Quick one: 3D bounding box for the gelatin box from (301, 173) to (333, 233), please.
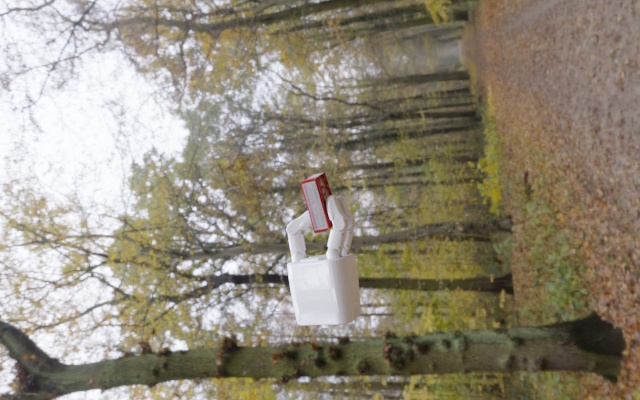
[{"bbox_3d":[0.000,0.002,0.803,0.030,0.089,0.073,-14,8,16],"label":"gelatin box"}]
